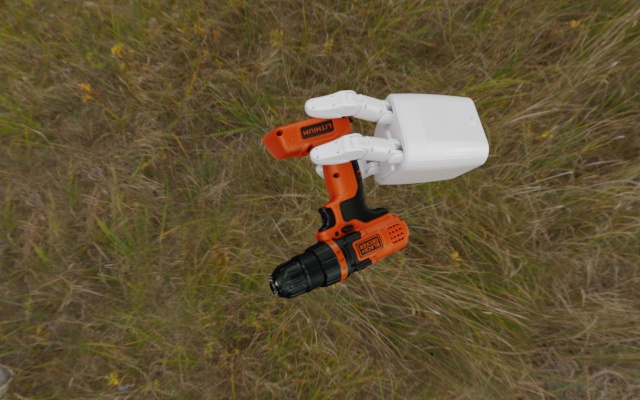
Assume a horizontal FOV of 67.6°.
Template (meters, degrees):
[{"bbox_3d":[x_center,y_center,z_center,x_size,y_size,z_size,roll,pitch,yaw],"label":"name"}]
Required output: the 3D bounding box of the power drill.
[{"bbox_3d":[0.000,0.001,0.555,0.184,0.187,0.057,-21,2,-28],"label":"power drill"}]
